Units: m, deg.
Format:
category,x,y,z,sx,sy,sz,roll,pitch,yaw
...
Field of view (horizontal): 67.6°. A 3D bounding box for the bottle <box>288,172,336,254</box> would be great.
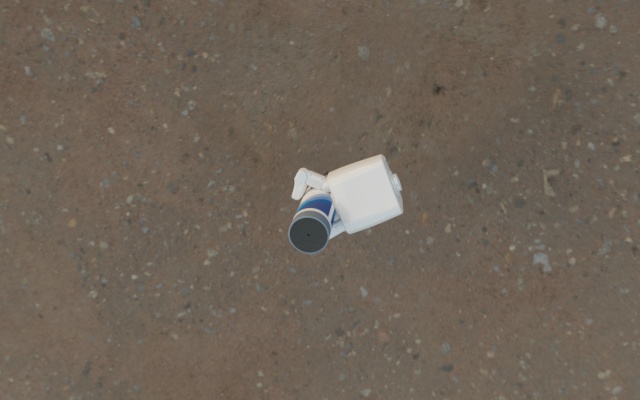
category,x,y,z,sx,sy,sz,roll,pitch,yaw
bottle,0.000,0.003,0.896,0.069,0.069,0.295,0,21,8
